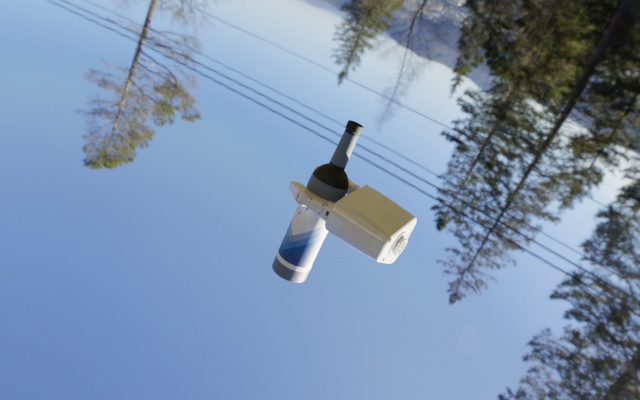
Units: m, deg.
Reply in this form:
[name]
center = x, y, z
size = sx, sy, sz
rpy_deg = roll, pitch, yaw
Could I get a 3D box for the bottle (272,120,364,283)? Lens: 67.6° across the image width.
[bottle]
center = 0.000, 0.003, 0.816
size = 0.069, 0.296, 0.069
rpy_deg = 21, 20, -8
